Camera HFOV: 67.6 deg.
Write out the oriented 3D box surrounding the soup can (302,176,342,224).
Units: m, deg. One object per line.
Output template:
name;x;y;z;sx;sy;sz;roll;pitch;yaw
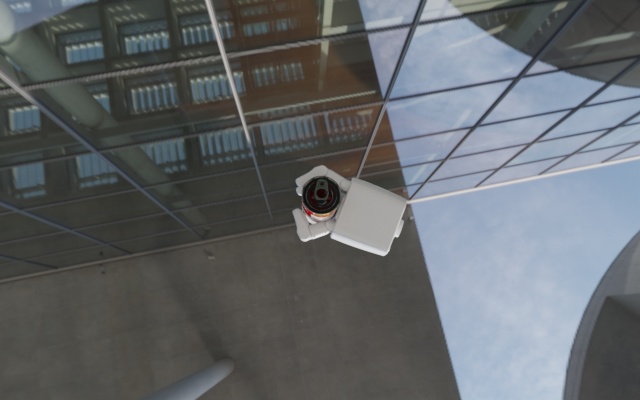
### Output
soup can;0.000;0.003;0.852;0.068;0.068;0.102;0;-14;-2
